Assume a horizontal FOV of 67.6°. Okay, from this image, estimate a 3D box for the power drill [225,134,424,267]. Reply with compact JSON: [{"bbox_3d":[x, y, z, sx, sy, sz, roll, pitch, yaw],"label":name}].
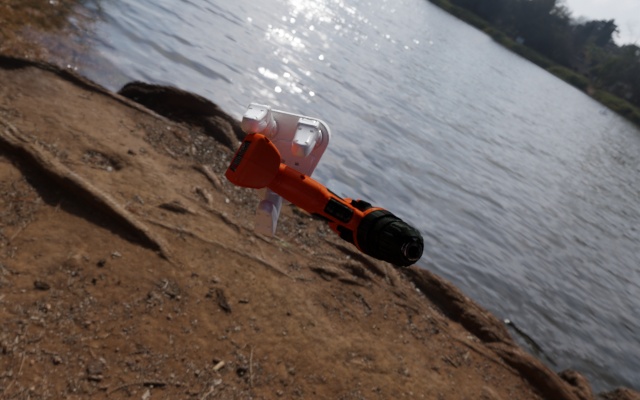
[{"bbox_3d":[0.000,0.001,0.494,0.188,0.057,0.184,31,-4,-20],"label":"power drill"}]
